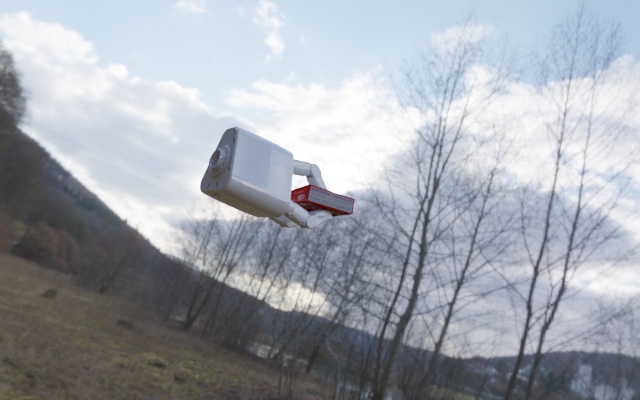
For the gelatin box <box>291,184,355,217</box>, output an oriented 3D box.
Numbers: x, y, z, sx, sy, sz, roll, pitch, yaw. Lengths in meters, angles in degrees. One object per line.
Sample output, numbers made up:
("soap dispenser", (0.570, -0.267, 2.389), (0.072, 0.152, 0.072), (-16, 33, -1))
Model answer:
("gelatin box", (0.001, 0.002, 0.790), (0.089, 0.030, 0.073), (17, -13, -25))
